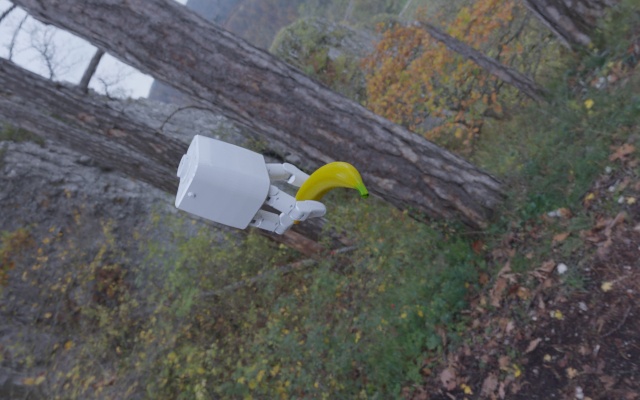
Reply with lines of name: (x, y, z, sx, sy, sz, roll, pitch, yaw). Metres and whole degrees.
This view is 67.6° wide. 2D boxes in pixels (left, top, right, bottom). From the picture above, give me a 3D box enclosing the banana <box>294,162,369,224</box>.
banana: (0.003, -0.016, 0.733, 0.037, 0.069, 0.198, 14, -21, -29)
